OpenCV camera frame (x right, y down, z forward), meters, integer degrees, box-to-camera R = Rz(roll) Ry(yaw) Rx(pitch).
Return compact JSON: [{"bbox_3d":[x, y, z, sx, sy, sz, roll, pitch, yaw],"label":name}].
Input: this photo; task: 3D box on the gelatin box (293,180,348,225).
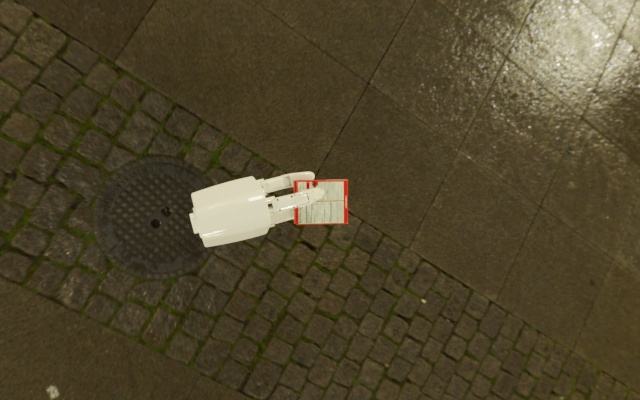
[{"bbox_3d":[0.001,0.003,0.787,0.089,0.073,0.030,-1,2,-11],"label":"gelatin box"}]
